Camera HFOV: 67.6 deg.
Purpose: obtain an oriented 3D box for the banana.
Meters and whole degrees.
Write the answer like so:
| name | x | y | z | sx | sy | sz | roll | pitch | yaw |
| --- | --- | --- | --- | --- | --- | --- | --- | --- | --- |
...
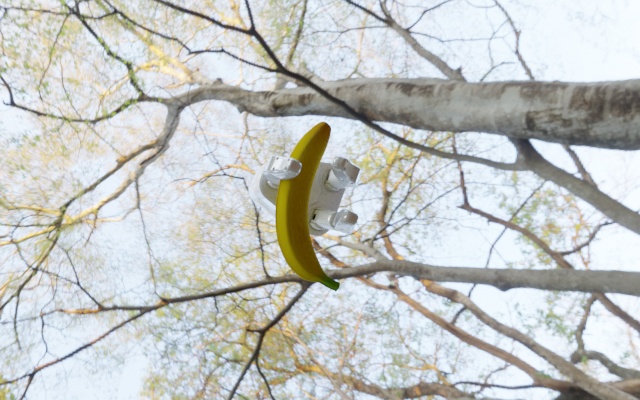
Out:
| name | x | y | z | sx | sy | sz | roll | pitch | yaw |
| --- | --- | --- | --- | --- | --- | --- | --- | --- | --- |
| banana | -0.018 | 0.006 | 0.551 | 0.069 | 0.197 | 0.037 | -2 | -7 | -9 |
